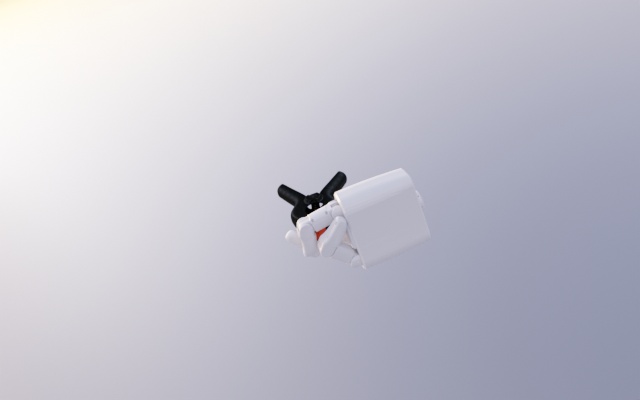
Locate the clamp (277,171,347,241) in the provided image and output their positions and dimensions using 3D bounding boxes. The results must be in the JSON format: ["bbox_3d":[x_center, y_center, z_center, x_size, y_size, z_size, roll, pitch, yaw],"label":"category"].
[{"bbox_3d":[0.000,0.002,0.760,0.120,0.039,0.171,-22,32,-3],"label":"clamp"}]
